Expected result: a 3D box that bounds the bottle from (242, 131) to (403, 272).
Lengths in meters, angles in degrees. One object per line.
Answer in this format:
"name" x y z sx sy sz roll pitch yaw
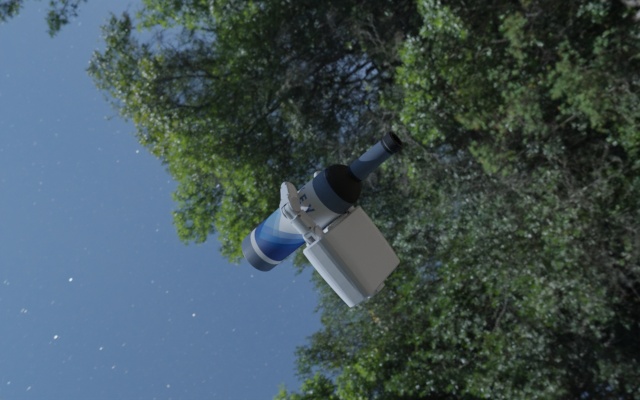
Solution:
"bottle" 0.000 0.002 0.697 0.296 0.069 0.069 -40 -21 28
